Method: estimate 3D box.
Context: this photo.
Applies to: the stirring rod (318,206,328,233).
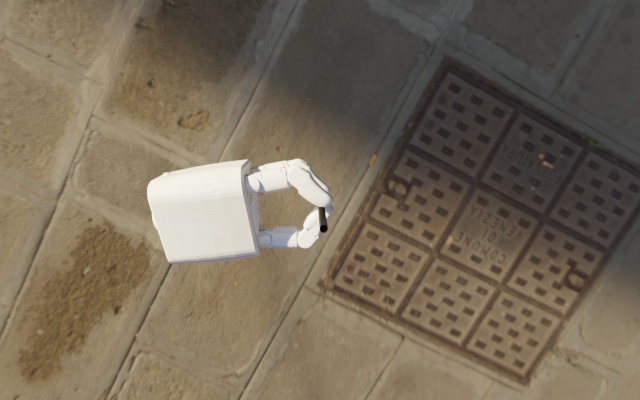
[{"bbox_3d":[0.000,0.002,0.566,0.011,0.011,0.239,0,12,-1],"label":"stirring rod"}]
